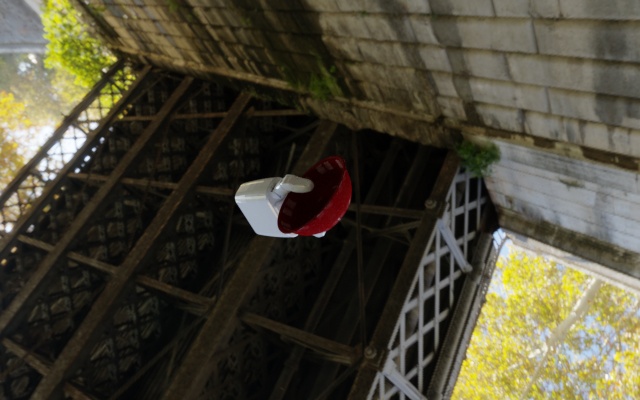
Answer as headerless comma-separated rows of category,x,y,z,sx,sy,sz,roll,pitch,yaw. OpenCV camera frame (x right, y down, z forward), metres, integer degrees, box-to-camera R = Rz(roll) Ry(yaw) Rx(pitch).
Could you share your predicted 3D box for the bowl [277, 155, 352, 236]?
bowl,0.001,0.003,0.808,0.055,0.162,0.162,40,-19,-24
